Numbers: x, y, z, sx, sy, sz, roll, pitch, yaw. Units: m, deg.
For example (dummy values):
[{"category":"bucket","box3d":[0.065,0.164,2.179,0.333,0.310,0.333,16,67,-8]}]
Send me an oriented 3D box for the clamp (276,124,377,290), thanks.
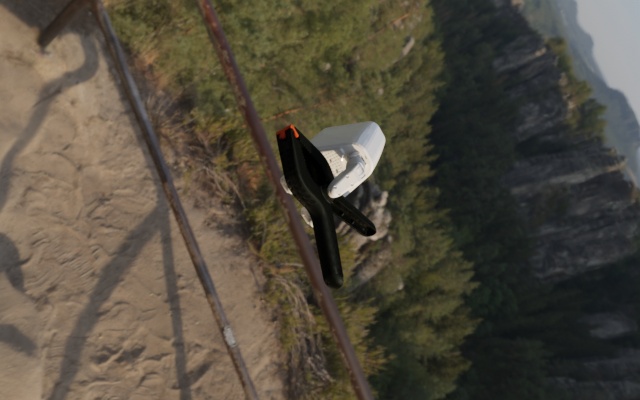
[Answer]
[{"category":"clamp","box3d":[0.001,0.001,0.626,0.036,0.210,0.164,-24,18,29]}]
